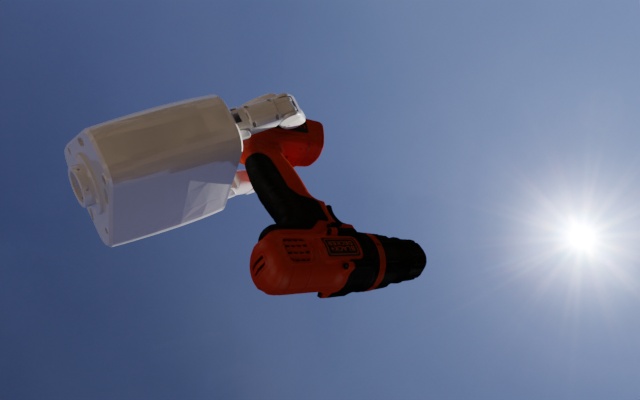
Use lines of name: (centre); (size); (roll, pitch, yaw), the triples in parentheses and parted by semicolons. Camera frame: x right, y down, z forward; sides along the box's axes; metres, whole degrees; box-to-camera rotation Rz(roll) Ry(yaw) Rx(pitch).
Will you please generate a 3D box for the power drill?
power drill: (0.000, 0.001, 0.445); (0.184, 0.187, 0.057); (5, -45, -40)
